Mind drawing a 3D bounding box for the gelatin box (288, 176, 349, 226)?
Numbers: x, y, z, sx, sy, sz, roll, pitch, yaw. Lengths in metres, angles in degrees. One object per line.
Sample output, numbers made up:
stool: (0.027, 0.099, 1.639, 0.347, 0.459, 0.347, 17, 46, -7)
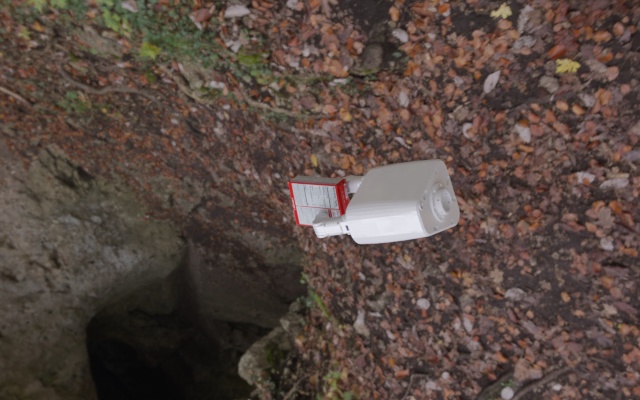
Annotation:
gelatin box: (0.000, 0.003, 0.716, 0.089, 0.073, 0.030, 5, 28, 31)
